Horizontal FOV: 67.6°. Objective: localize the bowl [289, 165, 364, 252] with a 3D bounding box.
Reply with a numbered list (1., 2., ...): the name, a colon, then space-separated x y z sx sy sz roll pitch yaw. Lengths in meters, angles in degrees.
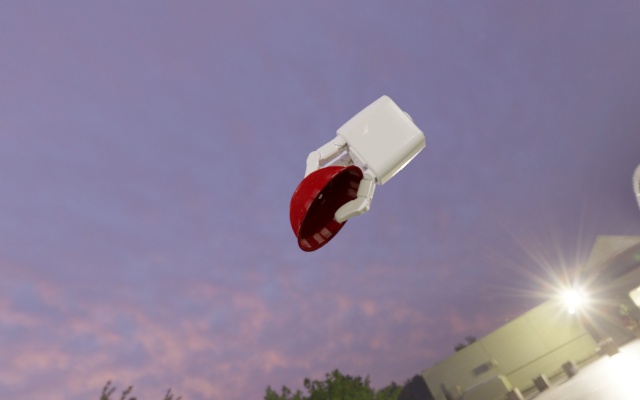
1. bowl: -0.001 0.003 0.775 0.055 0.162 0.162 34 16 25
